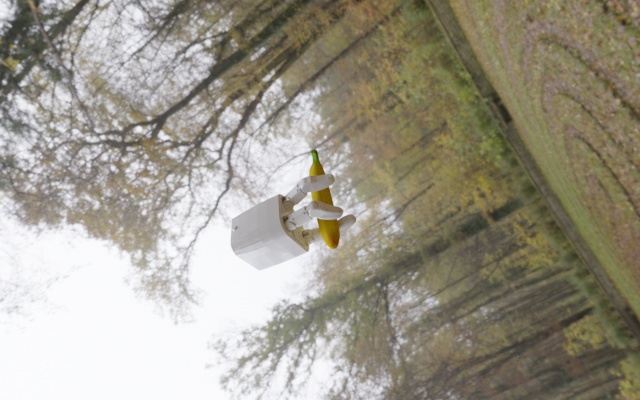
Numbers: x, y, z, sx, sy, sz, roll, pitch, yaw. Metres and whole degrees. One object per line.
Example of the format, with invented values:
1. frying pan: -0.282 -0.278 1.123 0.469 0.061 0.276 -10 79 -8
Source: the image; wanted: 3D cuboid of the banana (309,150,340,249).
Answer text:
1. banana: 0.004 0.008 0.863 0.037 0.197 0.070 -17 -28 7
